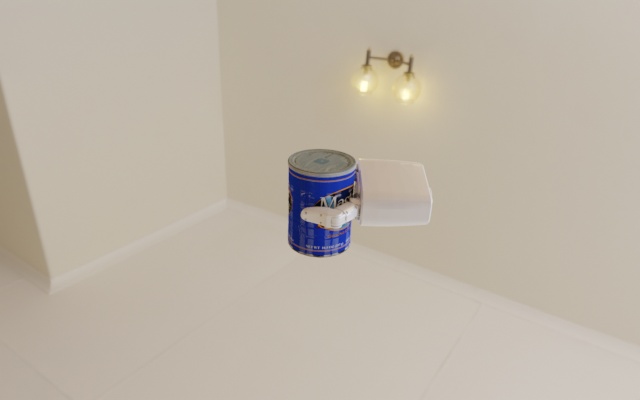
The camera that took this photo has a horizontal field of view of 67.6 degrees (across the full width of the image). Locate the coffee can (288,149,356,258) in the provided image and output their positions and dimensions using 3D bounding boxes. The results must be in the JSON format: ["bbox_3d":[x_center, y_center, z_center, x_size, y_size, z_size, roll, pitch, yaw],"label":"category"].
[{"bbox_3d":[0.000,0.002,0.743,0.103,0.140,0.102,2,26,-1],"label":"coffee can"}]
